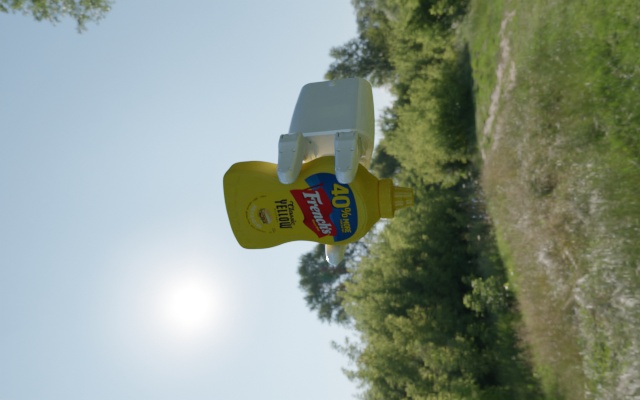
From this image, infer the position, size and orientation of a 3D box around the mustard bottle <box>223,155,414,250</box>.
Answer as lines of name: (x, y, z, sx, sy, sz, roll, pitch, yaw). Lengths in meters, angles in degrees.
mustard bottle: (0.000, 0.002, 0.499, 0.191, 0.096, 0.058, -3, 24, 12)
